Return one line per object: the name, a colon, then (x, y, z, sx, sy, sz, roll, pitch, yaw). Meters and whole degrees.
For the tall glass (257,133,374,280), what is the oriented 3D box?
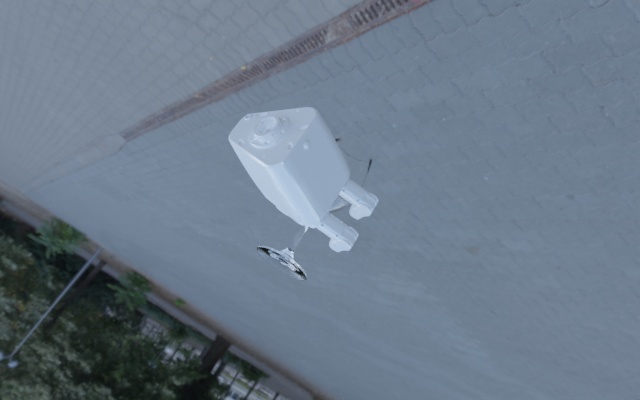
tall glass: (0.000, 0.003, 0.638, 0.079, 0.201, 0.079, 27, -24, 13)
